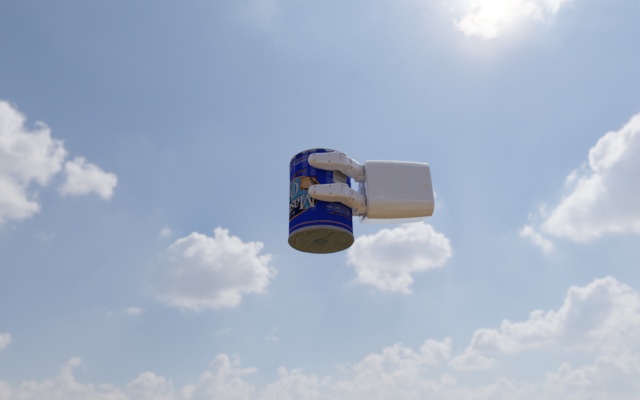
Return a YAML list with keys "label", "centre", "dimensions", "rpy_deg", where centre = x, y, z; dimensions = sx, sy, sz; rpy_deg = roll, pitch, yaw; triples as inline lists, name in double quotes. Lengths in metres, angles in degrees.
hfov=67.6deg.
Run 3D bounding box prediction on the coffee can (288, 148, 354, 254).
- label: "coffee can"
  centre: [0.000, 0.003, 0.766]
  dimensions: [0.103, 0.140, 0.103]
  rpy_deg: [-1, -27, 0]
